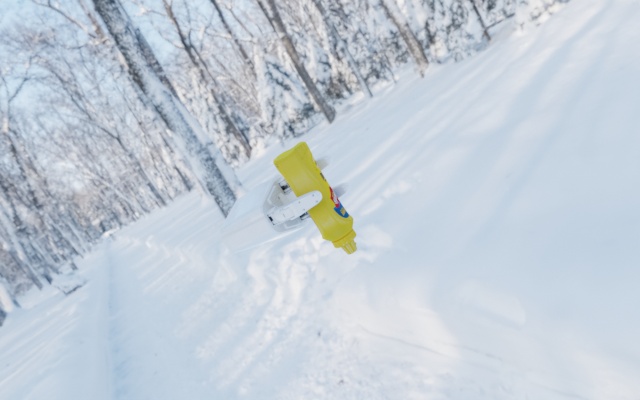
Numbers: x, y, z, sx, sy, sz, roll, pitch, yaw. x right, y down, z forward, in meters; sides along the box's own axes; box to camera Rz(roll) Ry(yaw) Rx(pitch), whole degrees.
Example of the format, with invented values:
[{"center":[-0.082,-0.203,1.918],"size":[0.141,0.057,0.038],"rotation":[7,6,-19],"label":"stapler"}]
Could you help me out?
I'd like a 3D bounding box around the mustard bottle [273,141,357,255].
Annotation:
[{"center":[0.000,0.002,0.746],"size":[0.058,0.191,0.096],"rotation":[-31,9,8],"label":"mustard bottle"}]
